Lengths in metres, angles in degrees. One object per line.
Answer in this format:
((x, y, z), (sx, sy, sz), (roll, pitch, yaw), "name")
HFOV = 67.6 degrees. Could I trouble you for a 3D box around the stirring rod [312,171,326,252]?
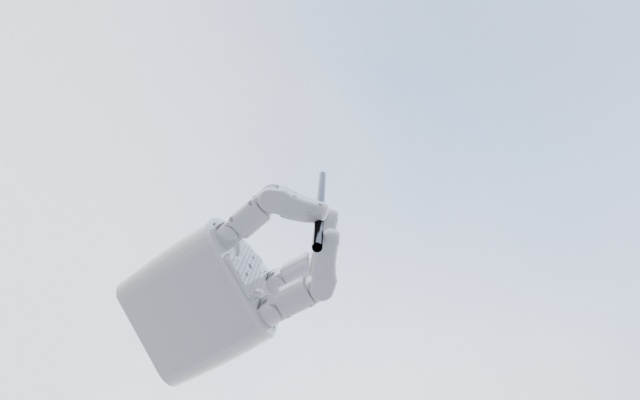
((0.000, 0.002, 0.469), (0.011, 0.011, 0.239), (0, 16, 1), "stirring rod")
